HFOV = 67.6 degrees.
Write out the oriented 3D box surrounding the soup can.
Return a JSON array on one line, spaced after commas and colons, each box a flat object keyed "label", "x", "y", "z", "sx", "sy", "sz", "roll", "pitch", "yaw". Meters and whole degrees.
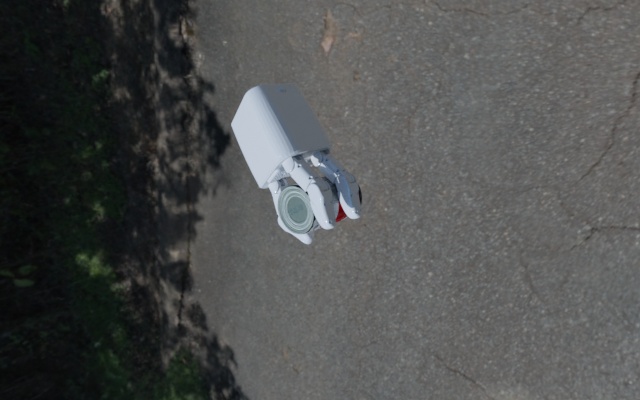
[{"label": "soup can", "x": 0.000, "y": 0.003, "z": 0.653, "sx": 0.068, "sy": 0.068, "sz": 0.102, "roll": 0, "pitch": 12, "yaw": 42}]
